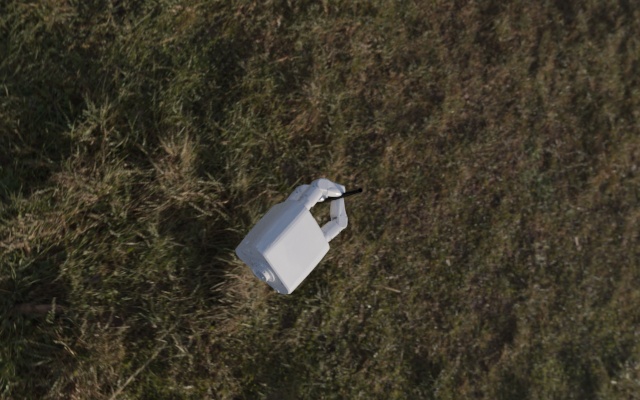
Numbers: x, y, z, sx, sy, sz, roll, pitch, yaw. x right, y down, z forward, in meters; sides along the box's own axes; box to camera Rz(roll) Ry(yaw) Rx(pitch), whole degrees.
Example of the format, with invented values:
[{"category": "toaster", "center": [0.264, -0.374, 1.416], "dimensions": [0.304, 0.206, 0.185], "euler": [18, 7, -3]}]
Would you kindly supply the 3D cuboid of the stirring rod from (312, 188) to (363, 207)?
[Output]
[{"category": "stirring rod", "center": [0.000, 0.003, 0.864], "dimensions": [0.011, 0.011, 0.239], "euler": [0, -9, -33]}]
